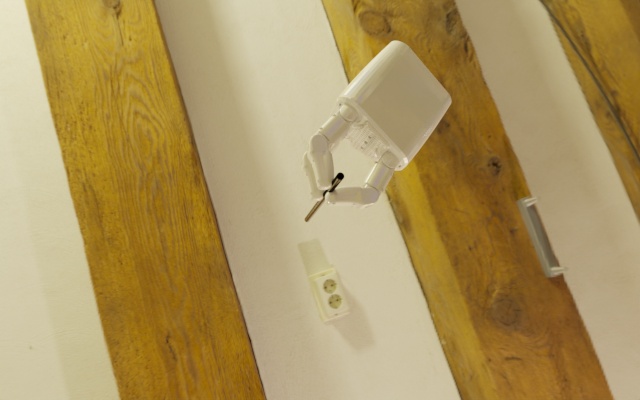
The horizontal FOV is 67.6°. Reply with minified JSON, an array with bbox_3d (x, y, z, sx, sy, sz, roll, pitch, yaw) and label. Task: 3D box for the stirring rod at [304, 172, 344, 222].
[{"bbox_3d":[0.000,0.002,0.599,0.011,0.011,0.239,0,-13,-10],"label":"stirring rod"}]
